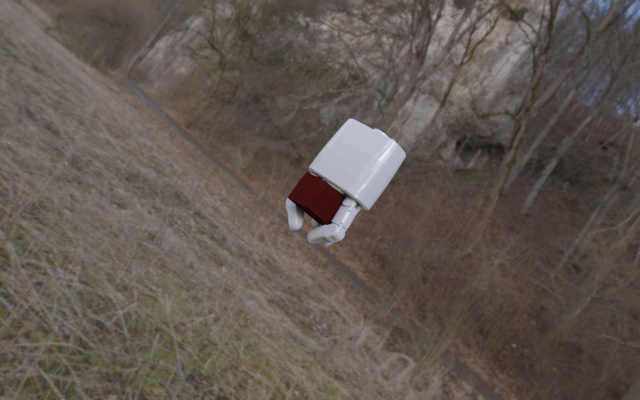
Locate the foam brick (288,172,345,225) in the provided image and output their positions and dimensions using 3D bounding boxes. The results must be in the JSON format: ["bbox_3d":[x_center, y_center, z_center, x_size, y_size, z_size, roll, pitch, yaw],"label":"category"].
[{"bbox_3d":[0.000,0.002,0.724,0.078,0.051,0.053,41,-7,-41],"label":"foam brick"}]
